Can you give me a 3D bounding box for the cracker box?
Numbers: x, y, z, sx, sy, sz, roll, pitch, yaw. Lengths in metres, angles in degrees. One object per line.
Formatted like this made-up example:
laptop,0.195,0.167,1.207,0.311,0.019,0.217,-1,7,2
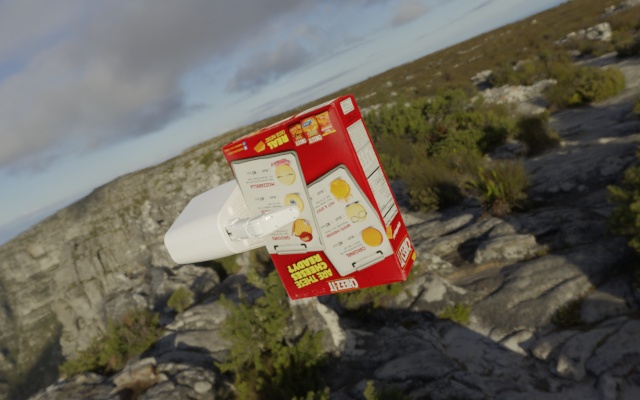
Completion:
cracker box,0.000,0.002,0.575,0.164,0.214,0.072,-16,14,31
